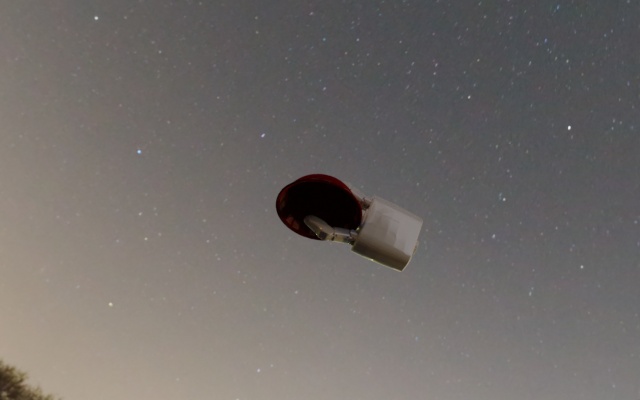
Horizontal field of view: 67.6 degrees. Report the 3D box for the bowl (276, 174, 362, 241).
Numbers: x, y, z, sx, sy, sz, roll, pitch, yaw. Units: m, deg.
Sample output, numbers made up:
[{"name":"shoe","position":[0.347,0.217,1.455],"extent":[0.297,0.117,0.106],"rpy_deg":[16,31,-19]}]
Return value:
[{"name":"bowl","position":[-0.001,0.002,0.893],"extent":[0.162,0.162,0.055],"rpy_deg":[6,46,6]}]
